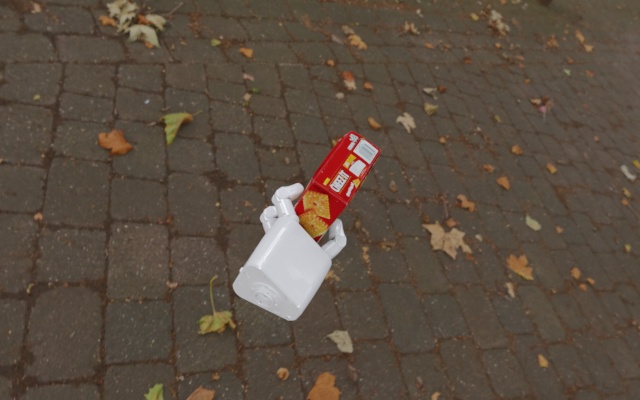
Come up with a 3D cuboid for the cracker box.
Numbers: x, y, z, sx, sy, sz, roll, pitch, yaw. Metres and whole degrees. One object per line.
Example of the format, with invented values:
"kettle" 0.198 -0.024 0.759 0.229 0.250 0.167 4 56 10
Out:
"cracker box" 0.000 0.003 0.818 0.214 0.072 0.164 -53 2 45
